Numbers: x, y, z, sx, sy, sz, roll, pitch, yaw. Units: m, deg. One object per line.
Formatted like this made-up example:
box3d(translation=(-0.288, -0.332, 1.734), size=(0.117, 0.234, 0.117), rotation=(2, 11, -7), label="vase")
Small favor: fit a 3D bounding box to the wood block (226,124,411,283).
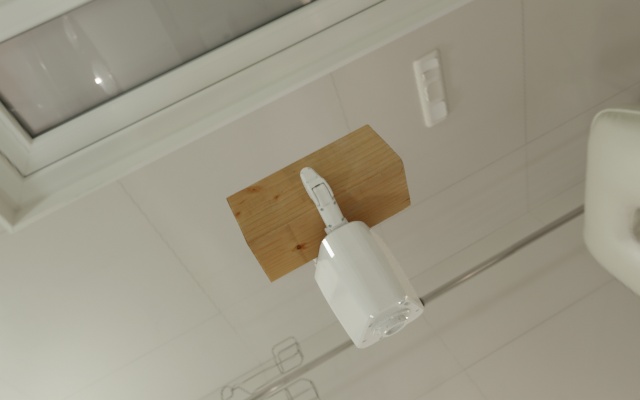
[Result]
box3d(translation=(0.000, 0.002, 0.610), size=(0.206, 0.091, 0.090), rotation=(-28, 47, -6), label="wood block")
